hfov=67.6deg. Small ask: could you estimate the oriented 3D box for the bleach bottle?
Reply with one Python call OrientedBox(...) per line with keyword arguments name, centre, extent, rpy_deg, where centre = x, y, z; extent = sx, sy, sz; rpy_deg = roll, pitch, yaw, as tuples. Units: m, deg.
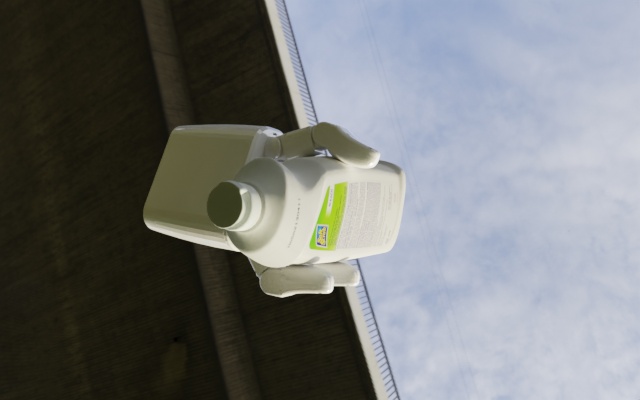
OrientedBox(name="bleach bottle", centre=(0.000, 0.001, 0.402), extent=(0.068, 0.102, 0.251), rpy_deg=(7, 0, 28))
